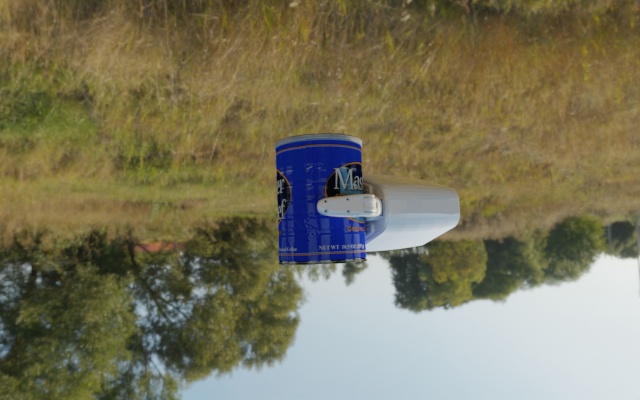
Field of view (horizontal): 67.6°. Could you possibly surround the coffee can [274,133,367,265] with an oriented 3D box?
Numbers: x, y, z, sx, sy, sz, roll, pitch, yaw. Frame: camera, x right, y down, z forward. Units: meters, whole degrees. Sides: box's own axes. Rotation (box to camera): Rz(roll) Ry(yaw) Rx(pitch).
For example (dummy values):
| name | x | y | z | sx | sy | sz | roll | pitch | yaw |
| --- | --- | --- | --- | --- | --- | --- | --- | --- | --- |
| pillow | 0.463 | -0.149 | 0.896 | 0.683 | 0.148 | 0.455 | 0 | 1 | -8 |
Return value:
| name | x | y | z | sx | sy | sz | roll | pitch | yaw |
| --- | --- | --- | --- | --- | --- | --- | --- | --- | --- |
| coffee can | 0.000 | 0.002 | 0.556 | 0.103 | 0.140 | 0.103 | -2 | -5 | 0 |
